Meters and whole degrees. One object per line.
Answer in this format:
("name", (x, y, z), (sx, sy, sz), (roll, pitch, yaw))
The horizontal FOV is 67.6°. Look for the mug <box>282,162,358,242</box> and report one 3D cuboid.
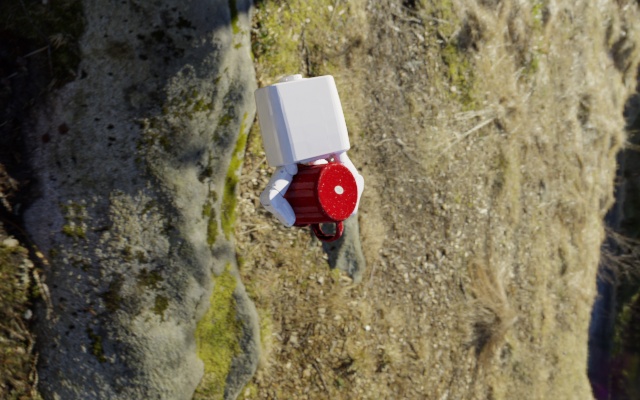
("mug", (0.001, 0.004, 0.665), (0.093, 0.117, 0.081), (-20, 11, -42))
